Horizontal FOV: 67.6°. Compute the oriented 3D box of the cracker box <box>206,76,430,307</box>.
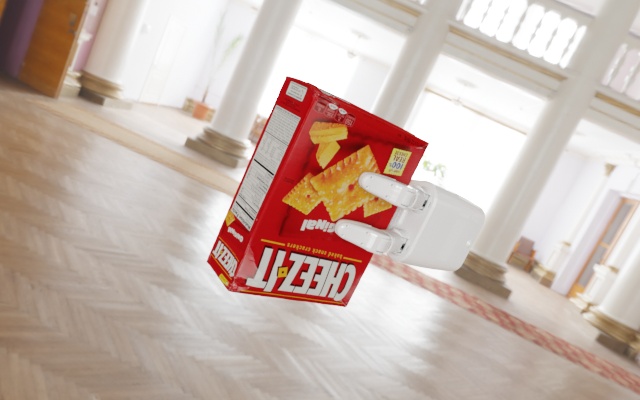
[{"bbox_3d":[0.000,0.001,0.510,0.164,0.214,0.072,17,13,-37],"label":"cracker box"}]
